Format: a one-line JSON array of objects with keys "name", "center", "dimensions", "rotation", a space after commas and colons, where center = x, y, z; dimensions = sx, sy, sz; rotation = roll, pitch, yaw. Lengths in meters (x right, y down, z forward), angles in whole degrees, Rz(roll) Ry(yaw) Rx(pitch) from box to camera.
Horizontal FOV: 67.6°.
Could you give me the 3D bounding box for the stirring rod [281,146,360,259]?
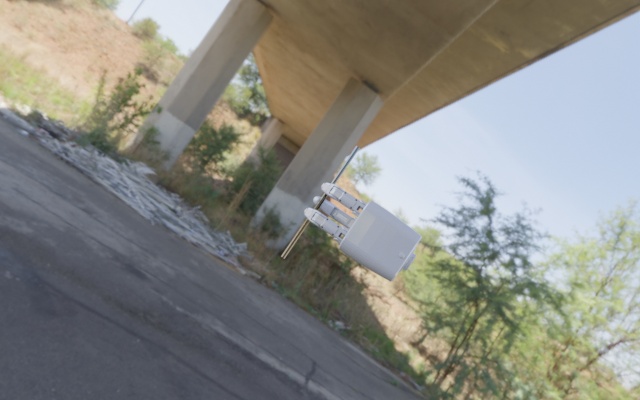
[{"name": "stirring rod", "center": [0.000, 0.003, 0.859], "dimensions": [0.011, 0.239, 0.011], "rotation": [34, -2, 1]}]
